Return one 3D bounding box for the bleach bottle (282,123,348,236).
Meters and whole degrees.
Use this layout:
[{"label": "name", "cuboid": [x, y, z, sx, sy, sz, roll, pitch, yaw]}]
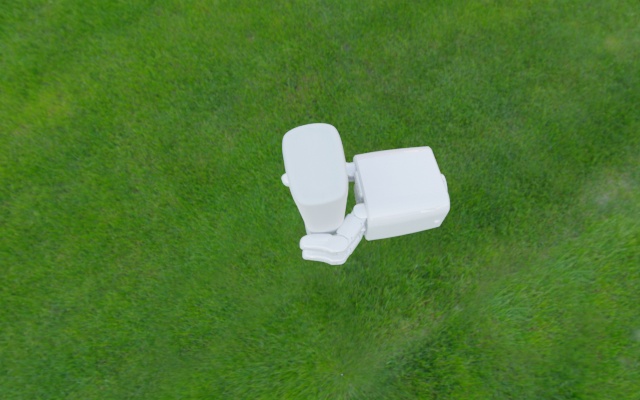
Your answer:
[{"label": "bleach bottle", "cuboid": [0.000, 0.002, 0.640, 0.068, 0.102, 0.251, -10, -20, -1]}]
